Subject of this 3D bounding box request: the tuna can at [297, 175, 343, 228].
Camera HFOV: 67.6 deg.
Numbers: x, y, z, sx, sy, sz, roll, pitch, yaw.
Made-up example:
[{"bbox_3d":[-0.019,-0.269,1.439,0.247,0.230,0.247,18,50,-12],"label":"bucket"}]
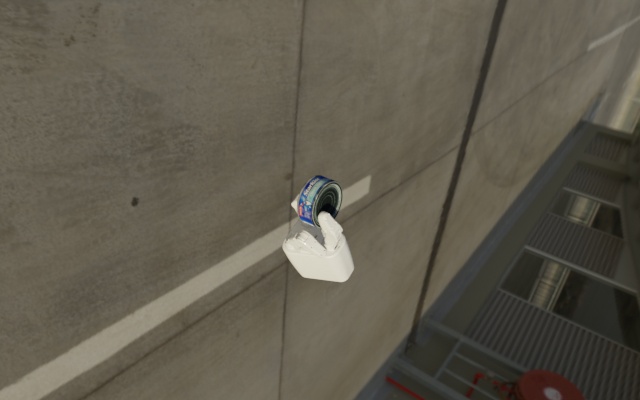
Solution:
[{"bbox_3d":[0.001,0.003,0.804,0.033,0.086,0.086,21,12,33],"label":"tuna can"}]
